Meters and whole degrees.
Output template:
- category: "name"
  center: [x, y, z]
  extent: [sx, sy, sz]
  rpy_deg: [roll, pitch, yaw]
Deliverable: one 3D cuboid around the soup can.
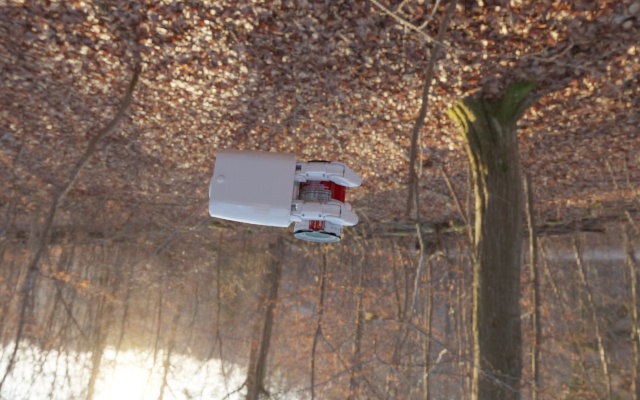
- category: "soup can"
  center: [0.001, 0.003, 0.668]
  extent: [0.068, 0.102, 0.068]
  rpy_deg: [5, -15, 1]
